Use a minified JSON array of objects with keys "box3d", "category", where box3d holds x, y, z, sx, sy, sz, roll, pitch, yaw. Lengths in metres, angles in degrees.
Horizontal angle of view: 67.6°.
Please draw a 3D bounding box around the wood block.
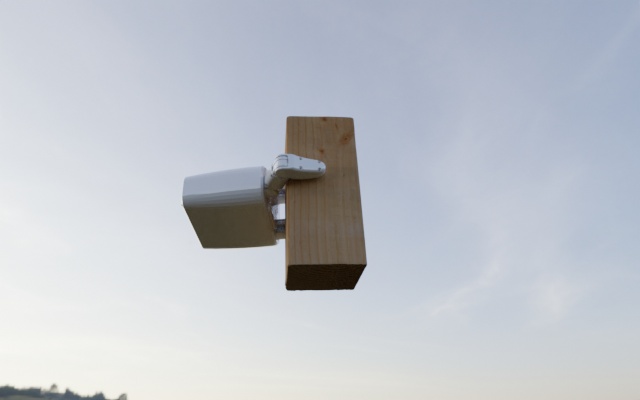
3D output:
[{"box3d":[0.000,0.002,0.608,0.090,0.206,0.091,0,-28,-6],"category":"wood block"}]
